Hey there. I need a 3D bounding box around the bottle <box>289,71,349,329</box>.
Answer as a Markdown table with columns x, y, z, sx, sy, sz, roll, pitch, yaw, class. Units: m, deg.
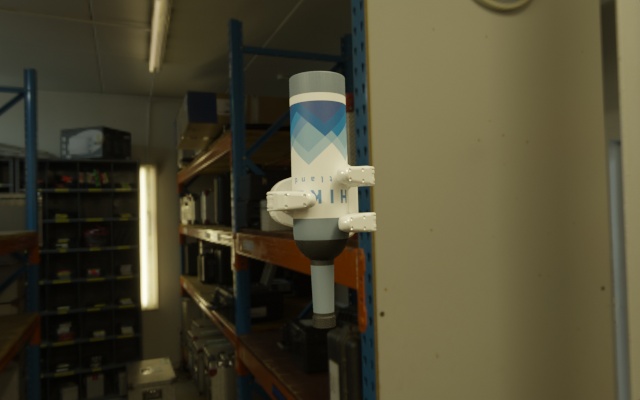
| x | y | z | sx | sy | sz | roll | pitch | yaw | class |
| --- | --- | --- | --- | --- | --- | --- | --- | --- | --- |
| 0.000 | 0.002 | 0.567 | 0.069 | 0.295 | 0.069 | -2 | -1 | 0 | bottle |
